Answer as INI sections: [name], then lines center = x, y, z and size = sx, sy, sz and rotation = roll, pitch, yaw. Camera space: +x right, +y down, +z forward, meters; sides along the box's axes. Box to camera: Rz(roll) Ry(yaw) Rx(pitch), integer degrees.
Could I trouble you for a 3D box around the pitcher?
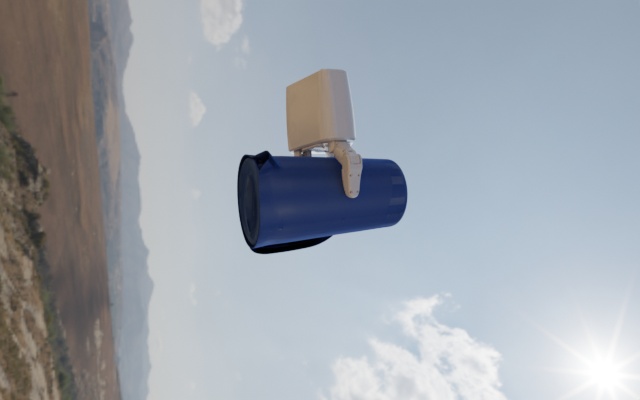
[pitcher]
center = 0.000, 0.002, 0.721
size = 0.243, 0.145, 0.149
rotation = -3, -4, -22
